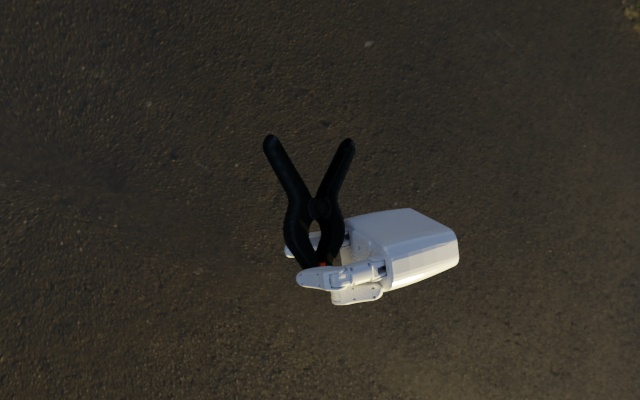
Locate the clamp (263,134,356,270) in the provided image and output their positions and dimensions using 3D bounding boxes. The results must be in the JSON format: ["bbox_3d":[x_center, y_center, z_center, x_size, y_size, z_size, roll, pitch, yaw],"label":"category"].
[{"bbox_3d":[0.000,0.002,0.560,0.120,0.171,0.039,-12,7,-26],"label":"clamp"}]
